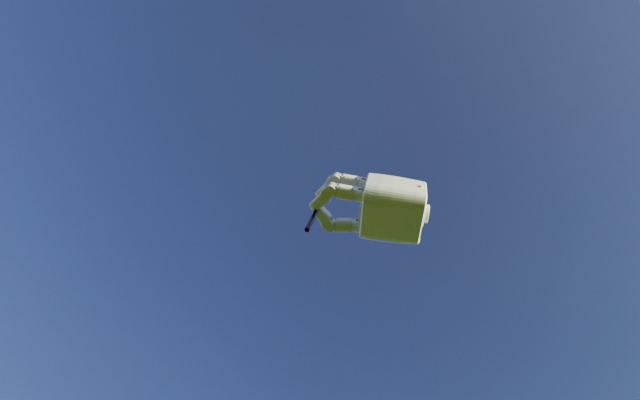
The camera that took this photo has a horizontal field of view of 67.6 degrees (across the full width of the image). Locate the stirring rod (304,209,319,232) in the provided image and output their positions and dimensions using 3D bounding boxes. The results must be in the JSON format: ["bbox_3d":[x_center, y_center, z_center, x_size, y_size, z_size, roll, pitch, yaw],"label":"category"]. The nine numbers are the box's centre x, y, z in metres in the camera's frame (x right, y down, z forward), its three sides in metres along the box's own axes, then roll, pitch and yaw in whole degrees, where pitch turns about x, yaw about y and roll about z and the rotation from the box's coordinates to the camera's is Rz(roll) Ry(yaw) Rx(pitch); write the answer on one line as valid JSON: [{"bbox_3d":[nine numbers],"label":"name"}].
[{"bbox_3d":[0.000,0.003,0.866,0.011,0.011,0.239,0,21,11],"label":"stirring rod"}]
